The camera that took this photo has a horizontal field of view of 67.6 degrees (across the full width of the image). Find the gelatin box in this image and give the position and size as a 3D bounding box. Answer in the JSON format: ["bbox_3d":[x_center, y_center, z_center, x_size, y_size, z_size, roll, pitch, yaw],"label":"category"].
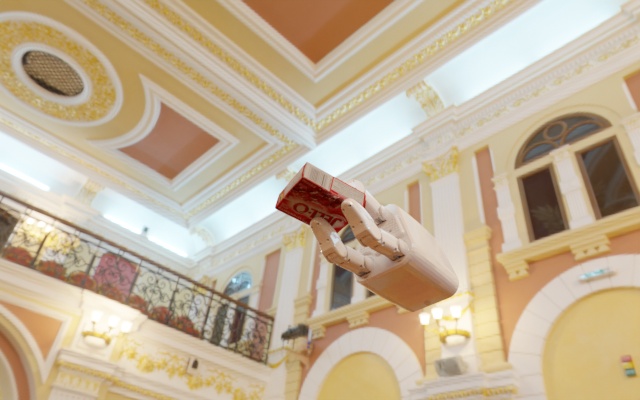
[{"bbox_3d":[0.000,0.001,0.587,0.089,0.030,0.073,28,-43,-17],"label":"gelatin box"}]
